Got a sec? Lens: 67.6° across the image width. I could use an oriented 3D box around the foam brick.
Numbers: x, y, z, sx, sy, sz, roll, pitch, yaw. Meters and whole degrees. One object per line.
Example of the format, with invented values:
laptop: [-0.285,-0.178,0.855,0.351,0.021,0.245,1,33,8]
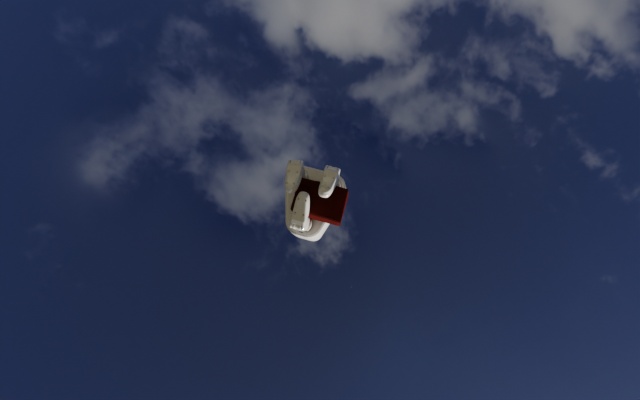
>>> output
foam brick: [0.000,0.003,0.724,0.078,0.053,0.051,15,-9,6]
